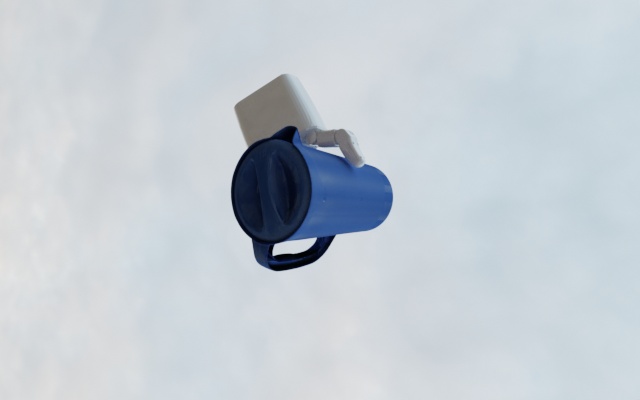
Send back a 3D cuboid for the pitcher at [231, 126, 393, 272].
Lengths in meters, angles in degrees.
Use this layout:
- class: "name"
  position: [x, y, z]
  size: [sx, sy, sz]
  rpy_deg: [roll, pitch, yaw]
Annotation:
- class: "pitcher"
  position: [0.000, 0.002, 0.678]
  size: [0.149, 0.145, 0.243]
  rpy_deg: [-37, -23, 29]
